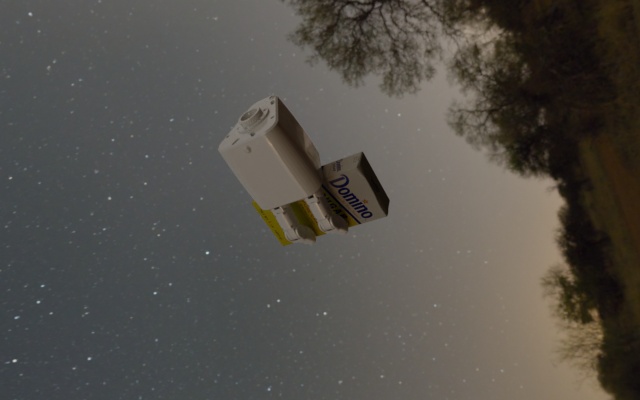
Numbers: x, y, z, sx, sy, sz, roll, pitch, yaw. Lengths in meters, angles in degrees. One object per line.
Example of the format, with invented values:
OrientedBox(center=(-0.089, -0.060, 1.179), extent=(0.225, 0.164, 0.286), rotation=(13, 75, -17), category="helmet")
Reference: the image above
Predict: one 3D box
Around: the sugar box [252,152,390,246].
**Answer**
OrientedBox(center=(0.000, 0.003, 0.687), extent=(0.176, 0.093, 0.048), rotation=(-17, 32, 28), category="sugar box")
